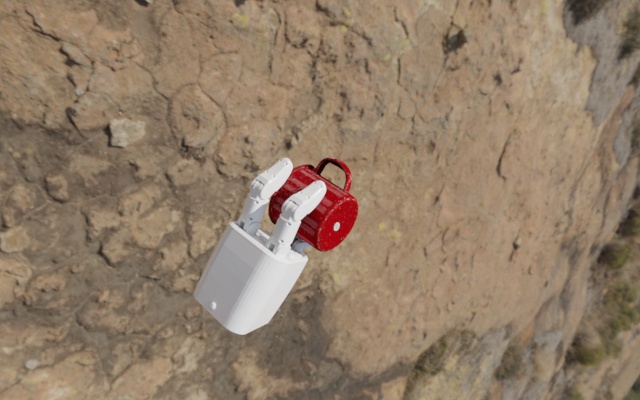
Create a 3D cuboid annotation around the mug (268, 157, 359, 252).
[{"bbox_3d":[0.001,0.001,0.610,0.081,0.117,0.093,33,7,30],"label":"mug"}]
